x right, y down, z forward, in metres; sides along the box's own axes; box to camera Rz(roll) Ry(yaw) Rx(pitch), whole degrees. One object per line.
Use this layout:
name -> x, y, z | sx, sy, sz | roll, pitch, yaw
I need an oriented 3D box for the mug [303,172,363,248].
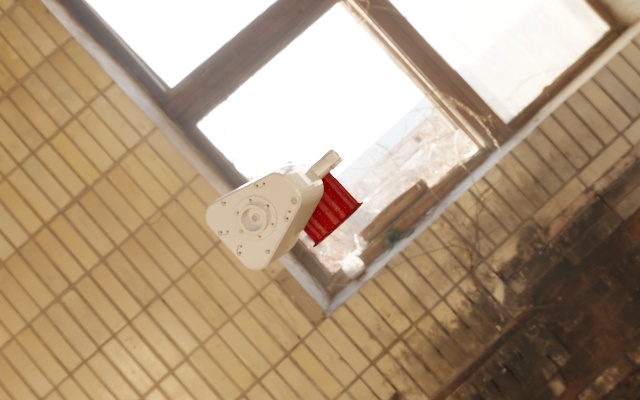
mug -> 0.000, 0.002, 0.668 | 0.093, 0.081, 0.117 | -42, -1, 14
